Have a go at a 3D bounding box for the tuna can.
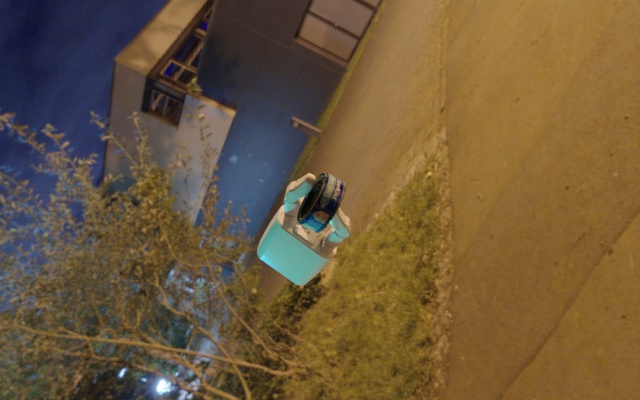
[{"bbox_3d":[0.000,0.002,0.699,0.034,0.086,0.086,28,-8,-14],"label":"tuna can"}]
